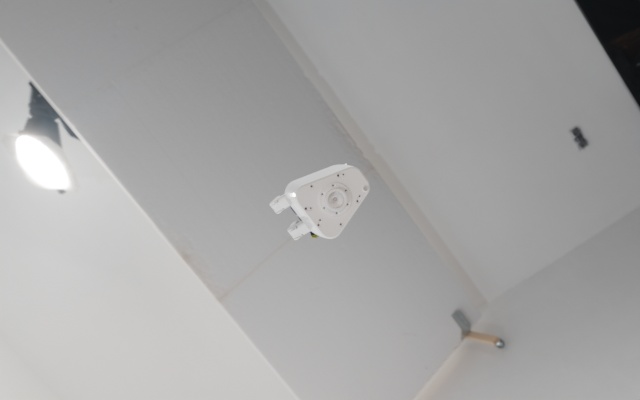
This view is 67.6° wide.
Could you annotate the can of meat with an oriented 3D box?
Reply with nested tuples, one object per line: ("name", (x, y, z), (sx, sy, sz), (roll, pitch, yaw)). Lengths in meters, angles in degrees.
("can of meat", (0.000, 0.002, 0.843), (0.102, 0.084, 0.057), (-38, 9, -3))
